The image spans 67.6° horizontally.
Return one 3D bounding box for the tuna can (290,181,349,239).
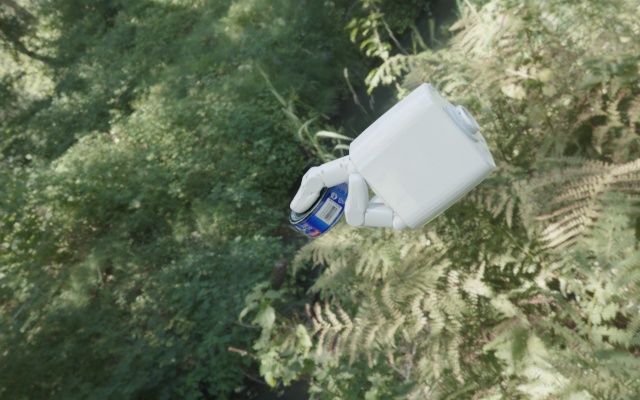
[{"bbox_3d":[0.000,0.002,0.584,0.034,0.086,0.086,36,-14,-20],"label":"tuna can"}]
